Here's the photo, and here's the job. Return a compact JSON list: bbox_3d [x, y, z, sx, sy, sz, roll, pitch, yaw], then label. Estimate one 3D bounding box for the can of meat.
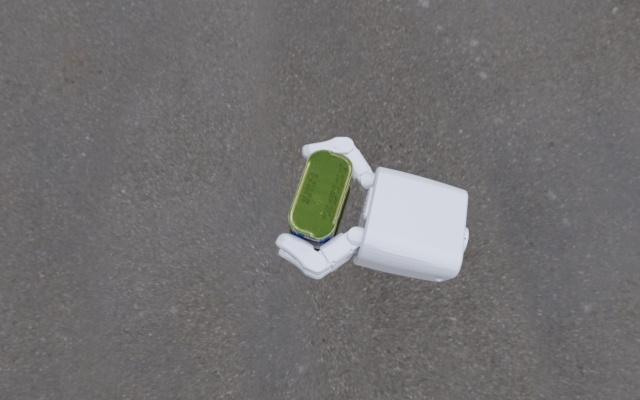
[{"bbox_3d":[0.000,0.002,0.537,0.057,0.102,0.084,17,-13,3],"label":"can of meat"}]
